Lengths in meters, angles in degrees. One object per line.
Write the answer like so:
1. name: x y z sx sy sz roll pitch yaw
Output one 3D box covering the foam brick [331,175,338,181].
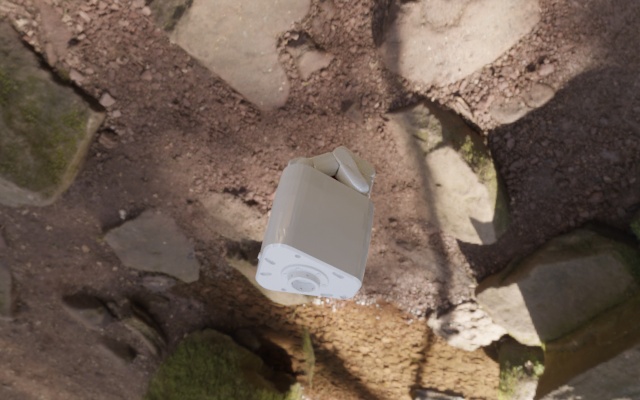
1. foam brick: 0.000 0.002 0.593 0.053 0.051 0.078 16 -39 -5
